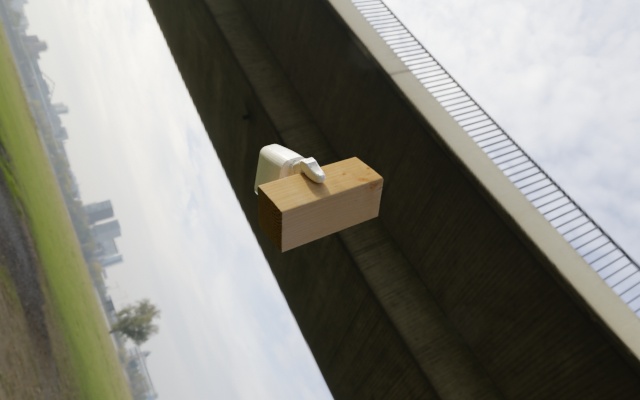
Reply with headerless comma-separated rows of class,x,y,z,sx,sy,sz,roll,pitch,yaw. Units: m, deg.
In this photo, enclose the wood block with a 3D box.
wood block,0.000,0.002,0.856,0.206,0.091,0.090,-19,42,-27
